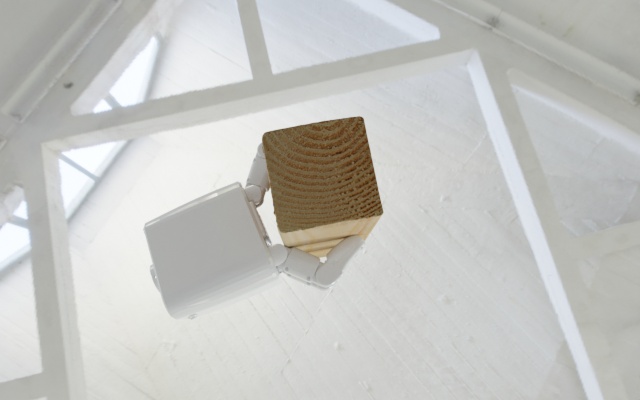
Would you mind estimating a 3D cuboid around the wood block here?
[{"bbox_3d":[0.000,0.001,0.492,0.090,0.090,0.206,-10,-13,-4],"label":"wood block"}]
